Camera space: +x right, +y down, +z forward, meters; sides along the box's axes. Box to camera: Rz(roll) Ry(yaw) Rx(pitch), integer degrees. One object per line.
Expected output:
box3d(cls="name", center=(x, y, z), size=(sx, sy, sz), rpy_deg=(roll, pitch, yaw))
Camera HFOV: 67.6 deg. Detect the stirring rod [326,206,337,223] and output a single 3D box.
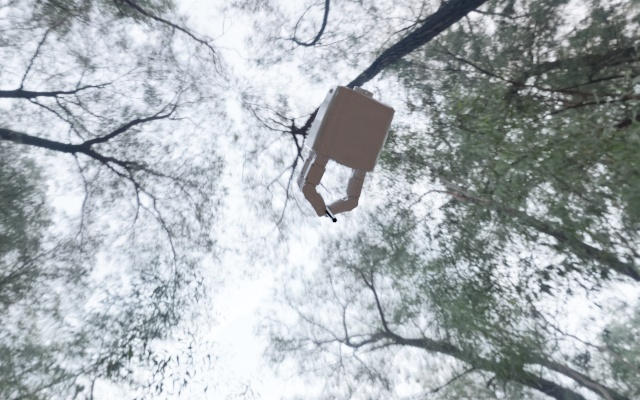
box3d(cls="stirring rod", center=(0.000, 0.003, 0.796), size=(0.011, 0.011, 0.239), rpy_deg=(0, 12, -10))
